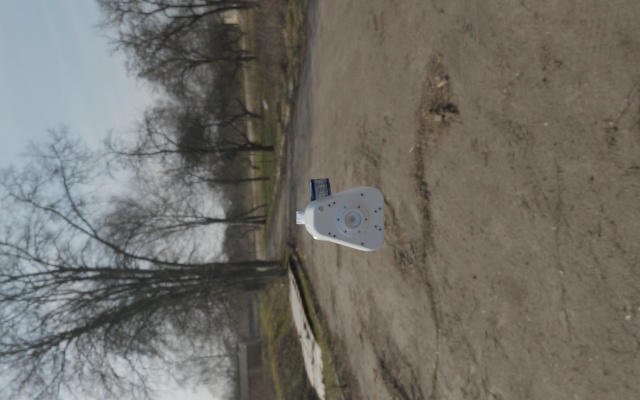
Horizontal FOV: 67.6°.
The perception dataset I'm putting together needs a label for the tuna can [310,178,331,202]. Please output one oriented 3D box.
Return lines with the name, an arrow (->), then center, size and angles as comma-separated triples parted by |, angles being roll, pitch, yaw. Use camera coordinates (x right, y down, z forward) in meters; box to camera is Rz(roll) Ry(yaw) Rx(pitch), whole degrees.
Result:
tuna can -> 0.000, 0.003, 0.864 | 0.034, 0.086, 0.086 | -3, 0, -4
